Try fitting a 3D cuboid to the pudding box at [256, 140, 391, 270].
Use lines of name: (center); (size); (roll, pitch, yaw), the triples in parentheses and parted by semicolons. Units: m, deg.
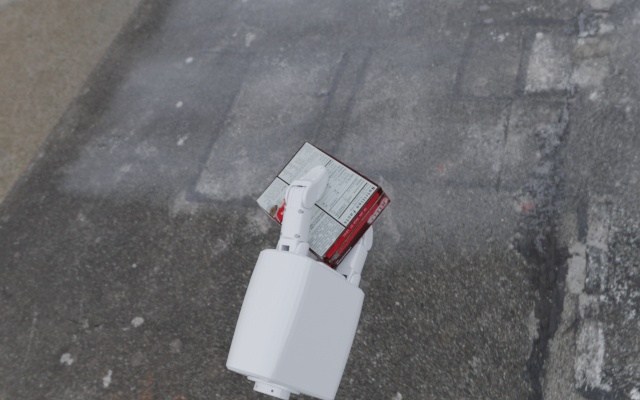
pudding box: (0.000, 0.002, 0.484); (0.113, 0.090, 0.039); (37, -6, 34)
